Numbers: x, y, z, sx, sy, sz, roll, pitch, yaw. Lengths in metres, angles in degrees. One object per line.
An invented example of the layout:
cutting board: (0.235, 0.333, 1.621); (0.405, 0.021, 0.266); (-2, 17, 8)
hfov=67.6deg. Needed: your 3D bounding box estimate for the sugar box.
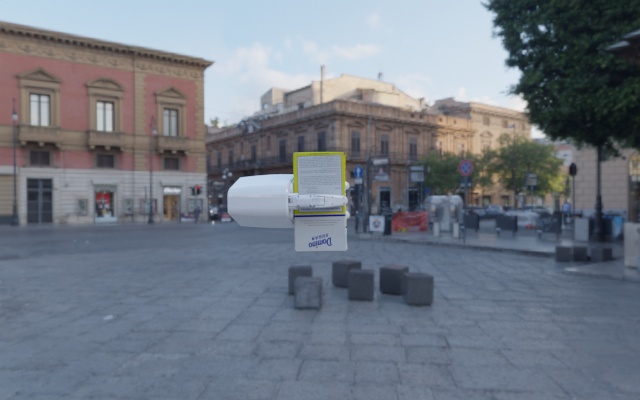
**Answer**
sugar box: (0.000, 0.003, 0.853); (0.093, 0.176, 0.048); (-1, 0, 6)
